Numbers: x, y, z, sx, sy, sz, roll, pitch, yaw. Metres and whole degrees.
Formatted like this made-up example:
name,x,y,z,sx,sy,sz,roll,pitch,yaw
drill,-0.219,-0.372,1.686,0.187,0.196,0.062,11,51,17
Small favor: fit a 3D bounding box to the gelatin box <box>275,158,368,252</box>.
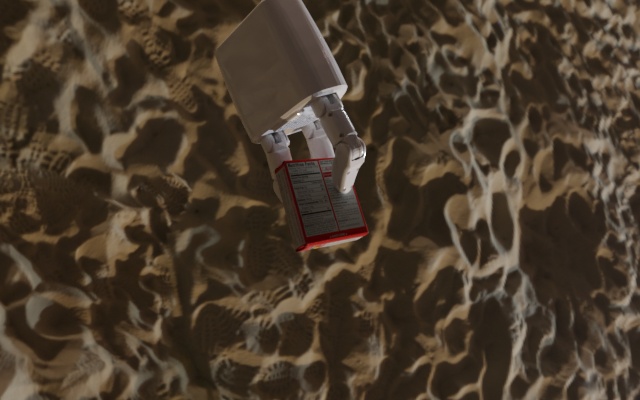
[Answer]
name,x,y,z,sx,sy,sz,roll,pitch,yaw
gelatin box,0.000,0.002,0.482,0.073,0.089,0.030,-8,-16,-31
